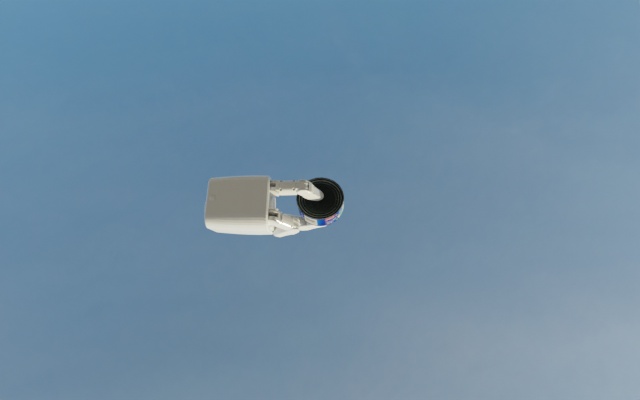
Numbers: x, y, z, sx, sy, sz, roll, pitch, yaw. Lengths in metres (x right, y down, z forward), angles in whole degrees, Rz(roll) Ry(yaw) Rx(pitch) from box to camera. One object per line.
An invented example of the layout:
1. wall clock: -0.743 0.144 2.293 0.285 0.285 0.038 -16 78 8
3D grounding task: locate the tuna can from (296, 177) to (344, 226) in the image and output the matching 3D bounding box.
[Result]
1. tuna can: 0.000 0.003 0.867 0.086 0.086 0.034 0 -29 4
